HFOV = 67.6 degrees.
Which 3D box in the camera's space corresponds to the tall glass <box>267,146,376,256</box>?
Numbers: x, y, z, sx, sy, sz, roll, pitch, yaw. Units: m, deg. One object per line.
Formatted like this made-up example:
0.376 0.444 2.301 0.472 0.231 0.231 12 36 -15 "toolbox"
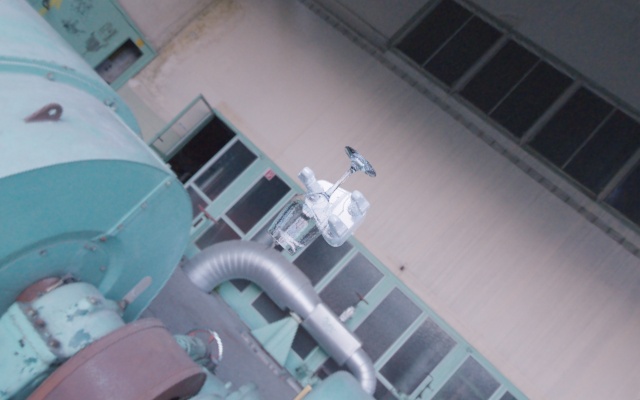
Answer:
0.001 0.002 0.816 0.079 0.201 0.079 44 -7 7 "tall glass"
